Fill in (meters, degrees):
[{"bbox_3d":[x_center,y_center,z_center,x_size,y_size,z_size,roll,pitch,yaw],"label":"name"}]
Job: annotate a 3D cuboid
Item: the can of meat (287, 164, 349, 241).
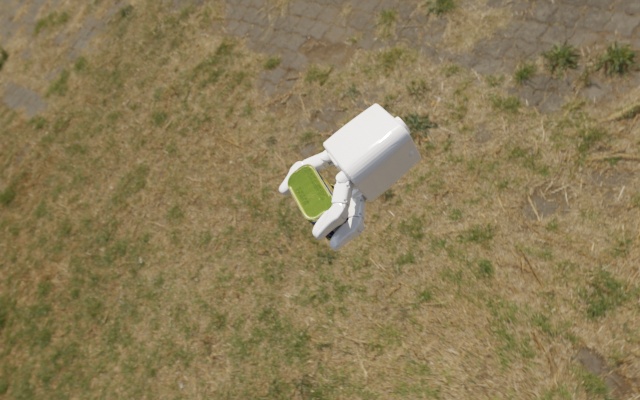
[{"bbox_3d":[0.000,0.002,0.738,0.057,0.102,0.084,-36,-34,7],"label":"can of meat"}]
